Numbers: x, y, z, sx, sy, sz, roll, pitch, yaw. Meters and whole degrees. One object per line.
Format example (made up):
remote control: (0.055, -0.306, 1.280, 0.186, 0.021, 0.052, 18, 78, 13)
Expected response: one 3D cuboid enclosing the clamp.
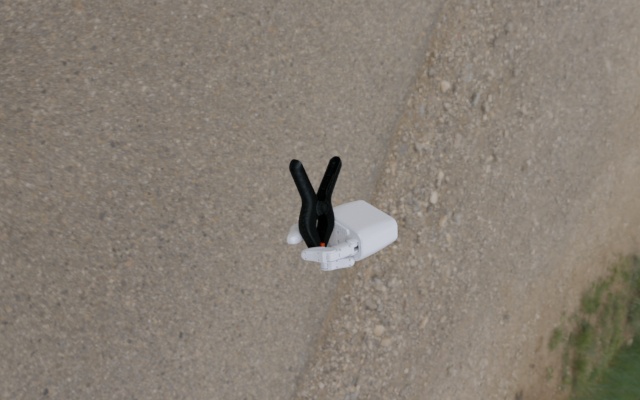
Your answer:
clamp: (0.000, 0.003, 0.822, 0.120, 0.171, 0.039, -19, 22, -40)
